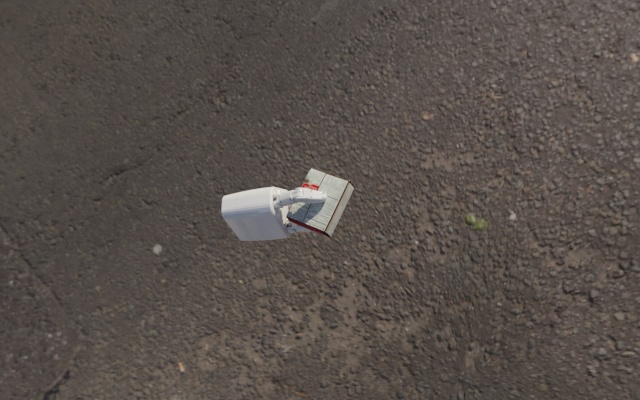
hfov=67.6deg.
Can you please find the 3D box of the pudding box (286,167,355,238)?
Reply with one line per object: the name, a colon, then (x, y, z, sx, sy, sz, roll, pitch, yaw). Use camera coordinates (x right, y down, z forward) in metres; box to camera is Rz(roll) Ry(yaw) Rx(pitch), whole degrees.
pudding box: (0.000, 0.003, 0.900, 0.090, 0.113, 0.039, 21, -11, 25)
